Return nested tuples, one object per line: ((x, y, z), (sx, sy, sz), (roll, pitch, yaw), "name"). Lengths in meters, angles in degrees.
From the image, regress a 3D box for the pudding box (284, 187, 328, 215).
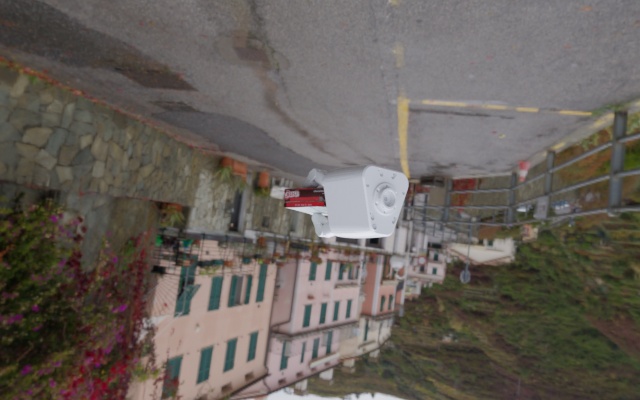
((0.000, 0.003, 0.864), (0.090, 0.039, 0.113), (0, -11, 30), "pudding box")
